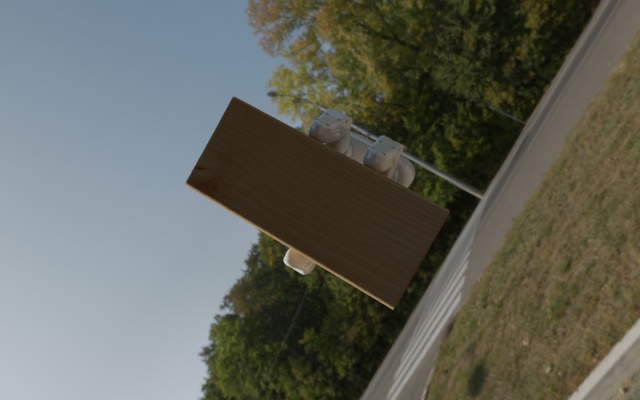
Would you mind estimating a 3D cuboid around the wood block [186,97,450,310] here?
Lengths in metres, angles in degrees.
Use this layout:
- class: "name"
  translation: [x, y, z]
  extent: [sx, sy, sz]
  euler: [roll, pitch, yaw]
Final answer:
- class: "wood block"
  translation: [0.000, 0.002, 0.430]
  extent: [0.206, 0.091, 0.090]
  euler: [29, 1, 14]
